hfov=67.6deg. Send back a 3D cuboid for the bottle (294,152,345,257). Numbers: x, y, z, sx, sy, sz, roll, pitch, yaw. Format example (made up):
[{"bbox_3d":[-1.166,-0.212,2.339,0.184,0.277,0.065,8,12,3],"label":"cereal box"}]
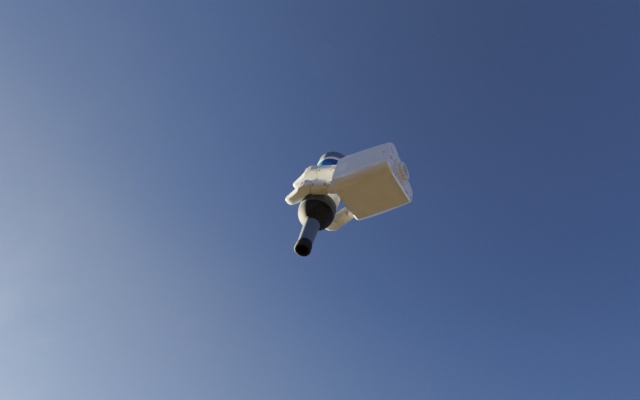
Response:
[{"bbox_3d":[0.000,0.003,0.889,0.069,0.069,0.295,0,32,14],"label":"bottle"}]
